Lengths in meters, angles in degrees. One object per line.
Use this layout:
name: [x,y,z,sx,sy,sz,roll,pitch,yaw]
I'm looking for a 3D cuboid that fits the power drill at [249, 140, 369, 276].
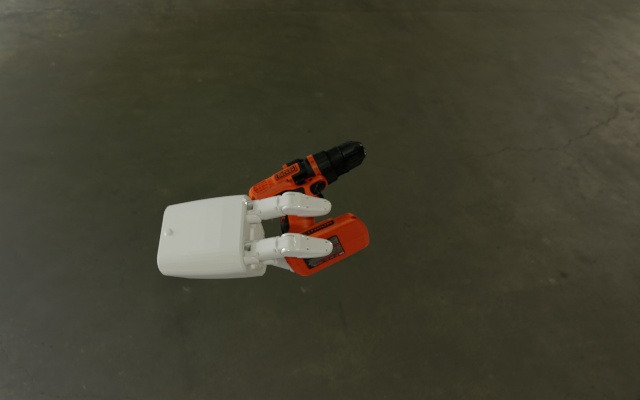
power drill: [0.000,0.002,0.649,0.184,0.057,0.187,-28,37,2]
